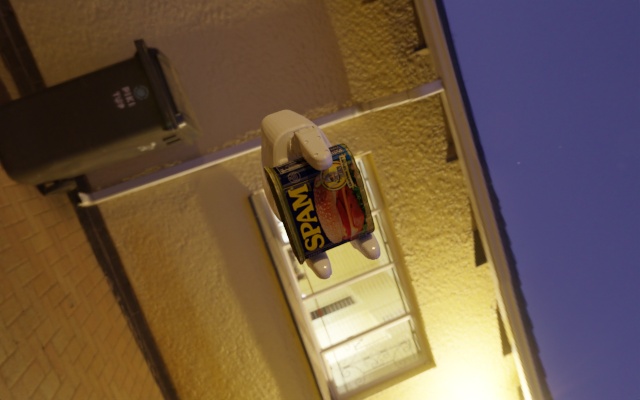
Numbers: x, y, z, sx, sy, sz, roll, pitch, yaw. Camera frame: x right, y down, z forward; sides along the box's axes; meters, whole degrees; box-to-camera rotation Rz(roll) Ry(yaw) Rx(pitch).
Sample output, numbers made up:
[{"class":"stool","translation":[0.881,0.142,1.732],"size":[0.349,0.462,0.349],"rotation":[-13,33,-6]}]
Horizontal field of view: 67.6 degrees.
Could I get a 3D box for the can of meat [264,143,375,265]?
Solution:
[{"class":"can of meat","translation":[0.000,0.001,0.481],"size":[0.084,0.102,0.057],"rotation":[-21,22,-10]}]
